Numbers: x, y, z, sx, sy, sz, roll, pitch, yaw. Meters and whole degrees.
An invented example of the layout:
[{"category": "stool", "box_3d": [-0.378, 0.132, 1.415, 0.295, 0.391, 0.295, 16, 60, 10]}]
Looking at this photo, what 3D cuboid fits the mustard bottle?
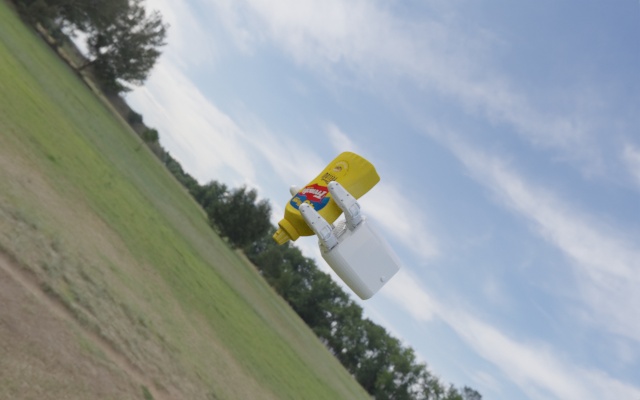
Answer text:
[{"category": "mustard bottle", "box_3d": [0.000, 0.002, 0.771, 0.191, 0.058, 0.096, -42, 38, -12]}]
